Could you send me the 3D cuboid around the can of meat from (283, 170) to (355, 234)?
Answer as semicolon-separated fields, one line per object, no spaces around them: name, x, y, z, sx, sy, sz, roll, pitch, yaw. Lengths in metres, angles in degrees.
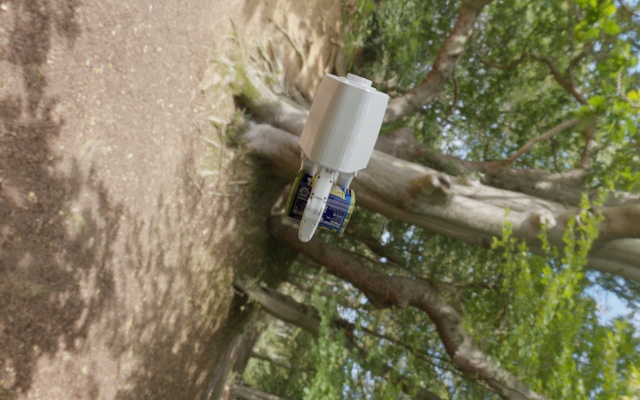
can of meat;0.000;0.002;0.663;0.084;0.057;0.102;19;12;-1
